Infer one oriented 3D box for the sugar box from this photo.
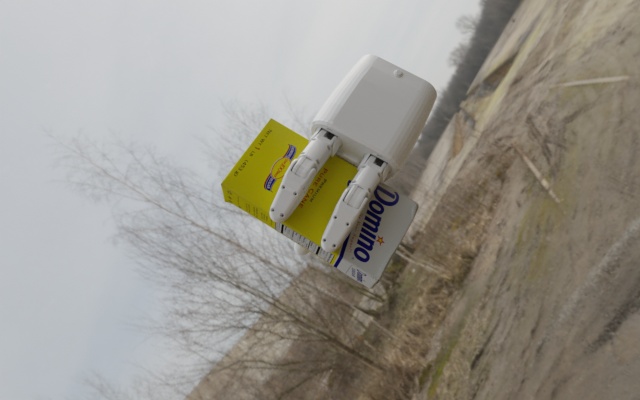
[{"bbox_3d":[0.000,0.001,0.476,0.176,0.093,0.048,29,-22,8],"label":"sugar box"}]
